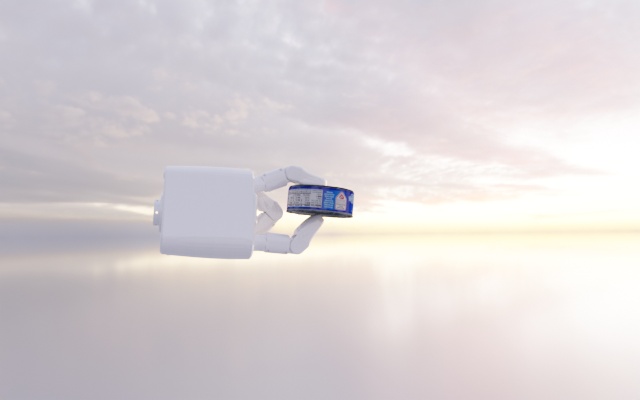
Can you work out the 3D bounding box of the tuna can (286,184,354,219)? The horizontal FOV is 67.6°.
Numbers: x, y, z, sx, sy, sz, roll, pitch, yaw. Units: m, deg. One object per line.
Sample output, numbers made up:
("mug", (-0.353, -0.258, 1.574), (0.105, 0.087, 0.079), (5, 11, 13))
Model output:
("tuna can", (0.000, 0.001, 0.605), (0.086, 0.033, 0.086), (5, -6, 0))
